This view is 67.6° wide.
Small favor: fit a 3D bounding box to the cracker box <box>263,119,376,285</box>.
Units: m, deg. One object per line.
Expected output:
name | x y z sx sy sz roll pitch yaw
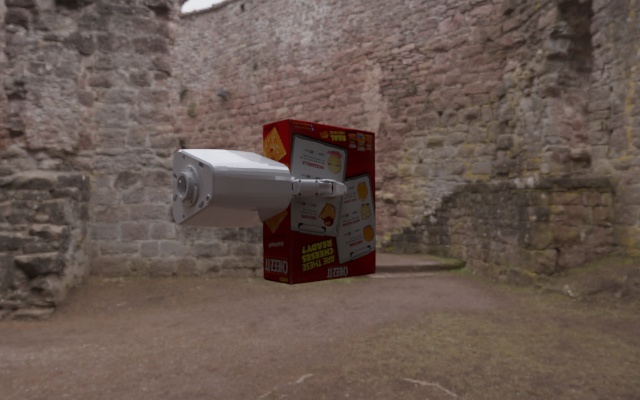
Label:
cracker box | 0.000 0.002 0.681 0.164 0.213 0.072 1 -1 -41
